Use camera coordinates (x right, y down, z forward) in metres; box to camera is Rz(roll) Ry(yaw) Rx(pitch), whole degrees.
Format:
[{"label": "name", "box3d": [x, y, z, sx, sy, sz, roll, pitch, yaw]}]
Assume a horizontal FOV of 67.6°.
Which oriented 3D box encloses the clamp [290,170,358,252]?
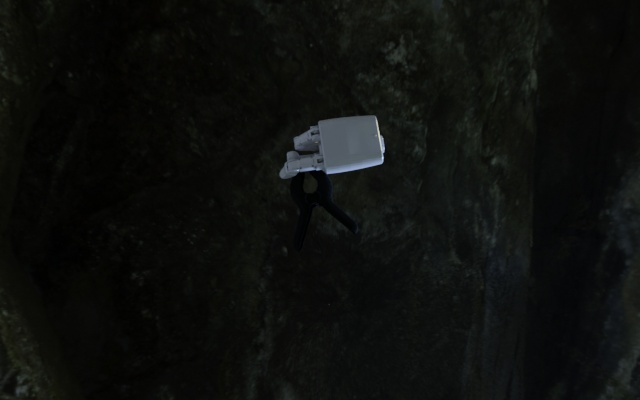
[{"label": "clamp", "box3d": [0.000, 0.003, 0.874, 0.120, 0.171, 0.039, -8, -12, 0]}]
